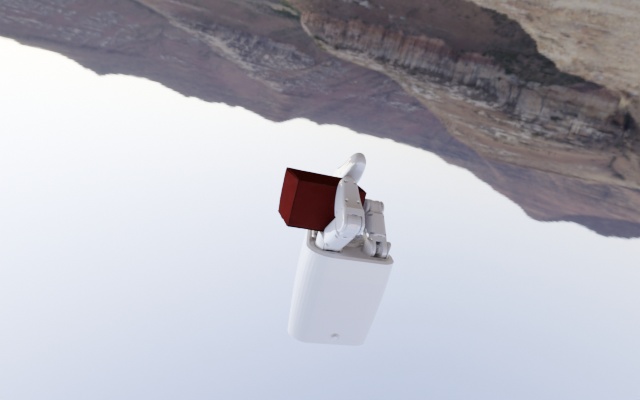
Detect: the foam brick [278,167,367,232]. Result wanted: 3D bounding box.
[{"bbox_3d":[0.000,0.001,0.505,0.078,0.051,0.053,10,15,-20],"label":"foam brick"}]
